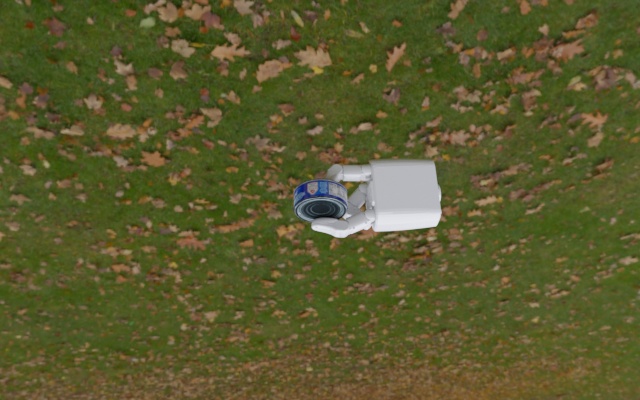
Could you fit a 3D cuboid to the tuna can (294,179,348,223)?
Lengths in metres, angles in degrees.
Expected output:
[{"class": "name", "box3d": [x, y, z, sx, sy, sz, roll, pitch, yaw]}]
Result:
[{"class": "tuna can", "box3d": [0.000, 0.003, 0.753, 0.086, 0.033, 0.086, -1, -31, 0]}]
